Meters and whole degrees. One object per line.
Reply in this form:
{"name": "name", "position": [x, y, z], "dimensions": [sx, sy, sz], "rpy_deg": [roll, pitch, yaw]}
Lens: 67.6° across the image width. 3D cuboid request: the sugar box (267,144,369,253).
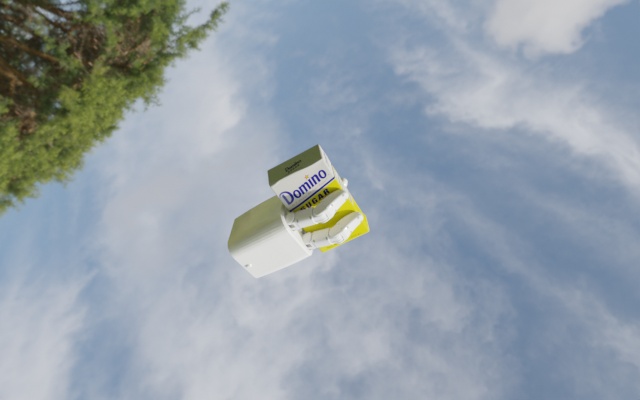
{"name": "sugar box", "position": [0.000, 0.003, 0.759], "dimensions": [0.093, 0.048, 0.176], "rpy_deg": [-27, -48, 12]}
